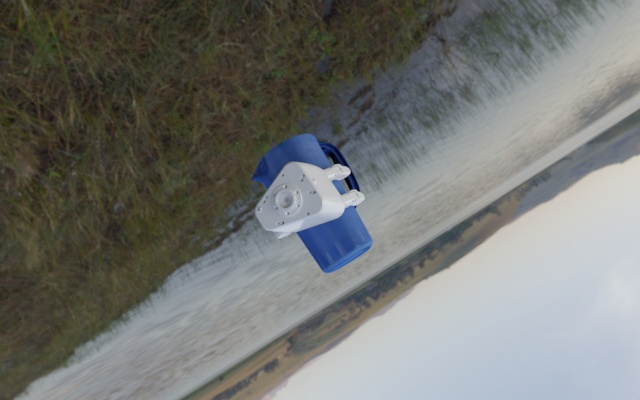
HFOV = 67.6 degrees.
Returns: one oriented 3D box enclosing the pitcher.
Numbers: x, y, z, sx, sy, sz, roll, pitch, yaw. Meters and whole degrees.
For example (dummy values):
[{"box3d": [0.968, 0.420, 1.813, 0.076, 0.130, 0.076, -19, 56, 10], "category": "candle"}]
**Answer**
[{"box3d": [0.000, 0.003, 0.891, 0.149, 0.242, 0.145, -35, -12, 13], "category": "pitcher"}]
